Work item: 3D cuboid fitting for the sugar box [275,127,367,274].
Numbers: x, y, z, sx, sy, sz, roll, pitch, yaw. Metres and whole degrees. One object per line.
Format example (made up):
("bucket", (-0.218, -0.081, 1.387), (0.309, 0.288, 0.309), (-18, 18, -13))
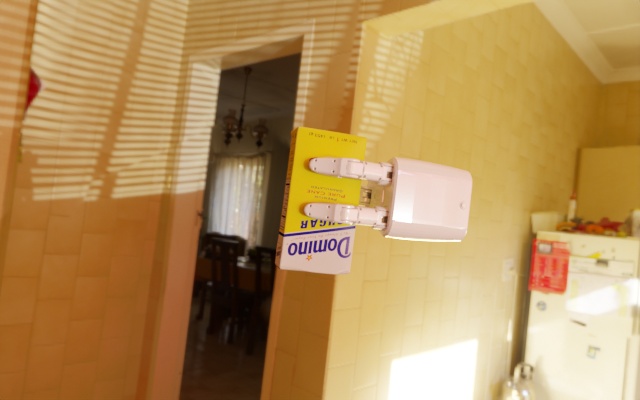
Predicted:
("sugar box", (0.000, 0.002, 0.604), (0.093, 0.176, 0.048), (7, -2, -14))
